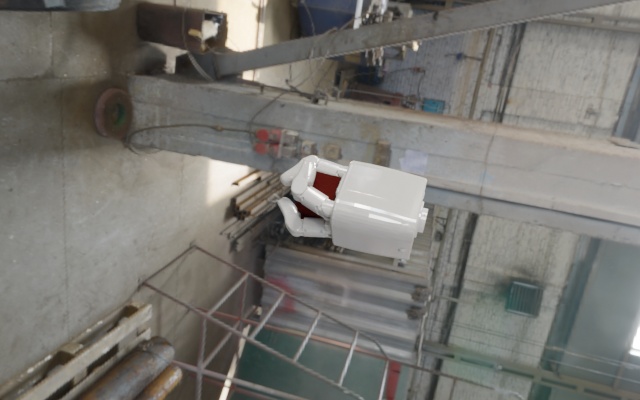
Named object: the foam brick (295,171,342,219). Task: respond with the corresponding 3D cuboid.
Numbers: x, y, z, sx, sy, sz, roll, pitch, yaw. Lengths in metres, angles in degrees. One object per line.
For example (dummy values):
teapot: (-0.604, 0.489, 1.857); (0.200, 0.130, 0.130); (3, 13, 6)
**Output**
foam brick: (0.000, 0.002, 0.673); (0.051, 0.053, 0.078); (14, -25, 12)
